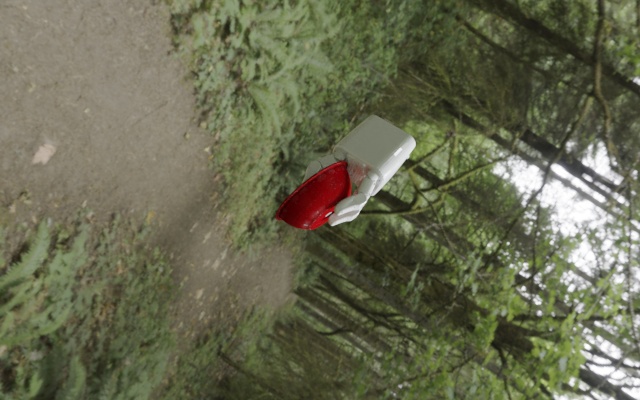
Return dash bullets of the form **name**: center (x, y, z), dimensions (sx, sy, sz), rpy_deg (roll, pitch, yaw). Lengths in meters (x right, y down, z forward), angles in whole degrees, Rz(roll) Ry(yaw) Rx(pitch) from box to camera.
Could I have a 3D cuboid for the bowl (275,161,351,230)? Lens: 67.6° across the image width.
- **bowl**: center (-0.001, 0.004, 0.844), dimensions (0.162, 0.055, 0.162), rpy_deg (-36, -12, -9)
